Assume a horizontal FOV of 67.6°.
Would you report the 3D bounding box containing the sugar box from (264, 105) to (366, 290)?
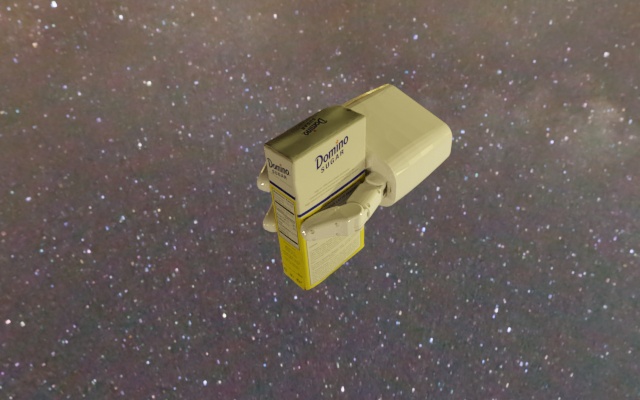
[{"bbox_3d":[0.000,0.001,0.476,0.093,0.176,0.048,-35,49,-30],"label":"sugar box"}]
